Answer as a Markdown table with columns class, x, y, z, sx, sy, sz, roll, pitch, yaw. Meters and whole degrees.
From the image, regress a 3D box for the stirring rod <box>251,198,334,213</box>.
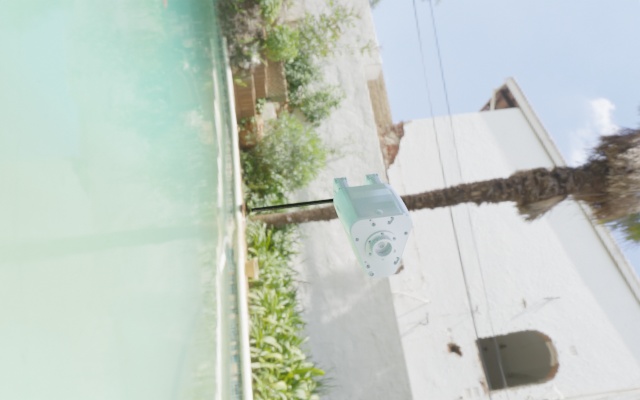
| class | x | y | z | sx | sy | sz | roll | pitch | yaw |
| --- | --- | --- | --- | --- | --- | --- | --- | --- | --- |
| stirring rod | 0.000 | 0.003 | 0.832 | 0.239 | 0.011 | 0.011 | -7 | 1 | -6 |
